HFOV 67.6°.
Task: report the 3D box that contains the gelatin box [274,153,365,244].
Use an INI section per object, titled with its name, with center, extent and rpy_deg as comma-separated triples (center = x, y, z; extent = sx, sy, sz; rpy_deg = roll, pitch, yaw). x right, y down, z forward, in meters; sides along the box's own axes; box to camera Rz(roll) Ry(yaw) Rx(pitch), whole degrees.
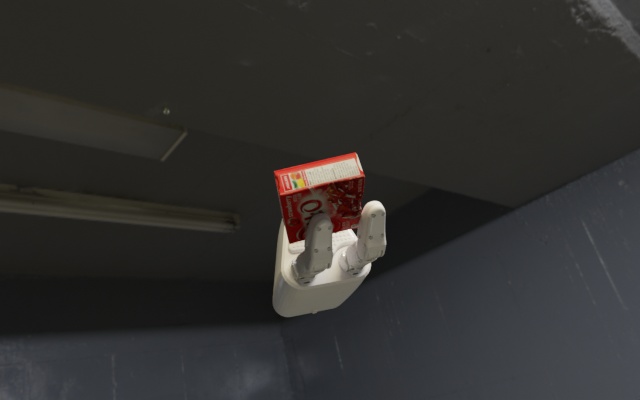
[gelatin box]
center = 0.000, 0.001, 0.432
extent = 0.073, 0.030, 0.089
rpy_deg = -13, -32, -7
